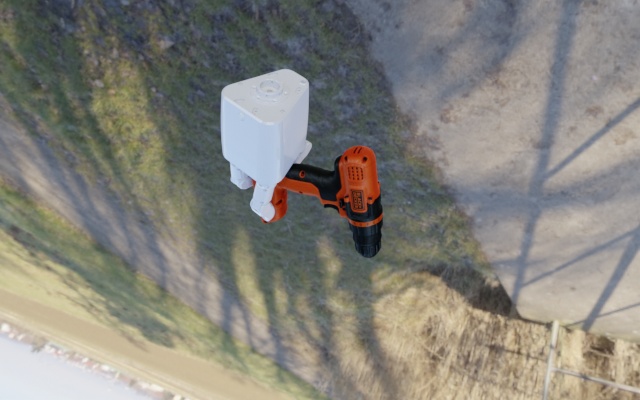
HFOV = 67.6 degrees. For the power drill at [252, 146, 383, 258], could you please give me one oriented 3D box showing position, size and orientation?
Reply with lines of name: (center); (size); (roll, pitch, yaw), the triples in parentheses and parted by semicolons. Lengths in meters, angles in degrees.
power drill: (0.000, 0.002, 0.712); (0.187, 0.184, 0.057); (4, 34, 19)
